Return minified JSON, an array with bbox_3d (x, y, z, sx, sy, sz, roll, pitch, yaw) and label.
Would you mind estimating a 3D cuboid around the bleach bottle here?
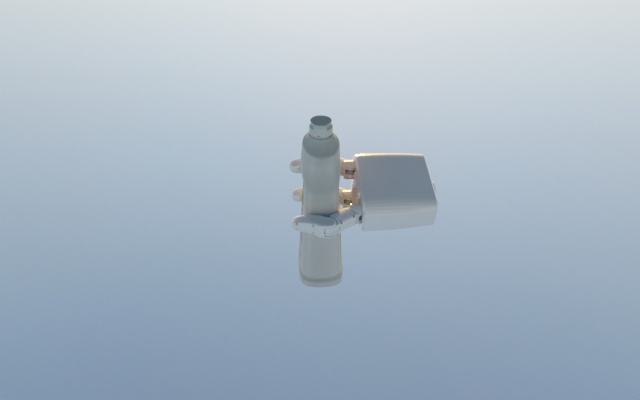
[{"bbox_3d":[0.000,0.002,0.681,0.068,0.251,0.102,-2,37,-4],"label":"bleach bottle"}]
